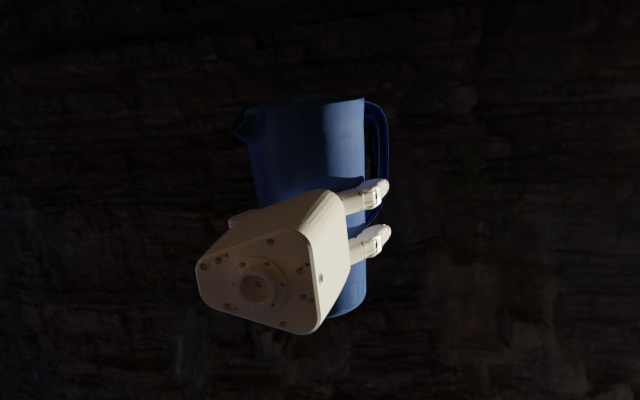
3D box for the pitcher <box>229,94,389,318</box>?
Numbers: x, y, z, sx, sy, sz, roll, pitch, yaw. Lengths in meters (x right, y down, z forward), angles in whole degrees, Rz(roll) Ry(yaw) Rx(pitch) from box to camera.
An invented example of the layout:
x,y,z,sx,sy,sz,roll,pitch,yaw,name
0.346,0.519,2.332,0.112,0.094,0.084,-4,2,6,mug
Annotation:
x,y,z,sx,sy,sz,roll,pitch,yaw,name
0.000,0.002,0.547,0.149,0.243,0.145,-1,16,15,pitcher
